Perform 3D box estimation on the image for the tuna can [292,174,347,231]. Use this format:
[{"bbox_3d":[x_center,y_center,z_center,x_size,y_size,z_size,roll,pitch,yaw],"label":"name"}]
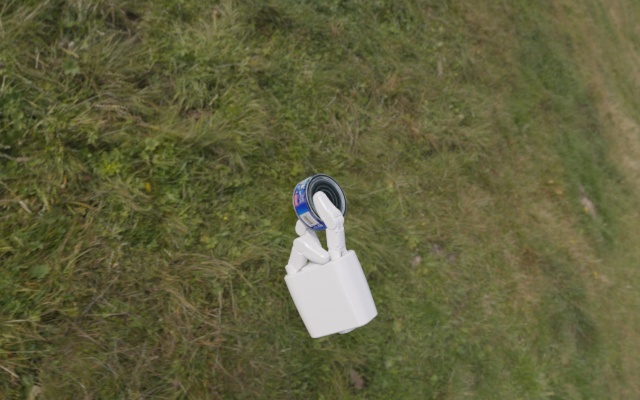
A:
[{"bbox_3d":[0.000,0.002,0.744,0.086,0.086,0.034,0,-18,-42],"label":"tuna can"}]
